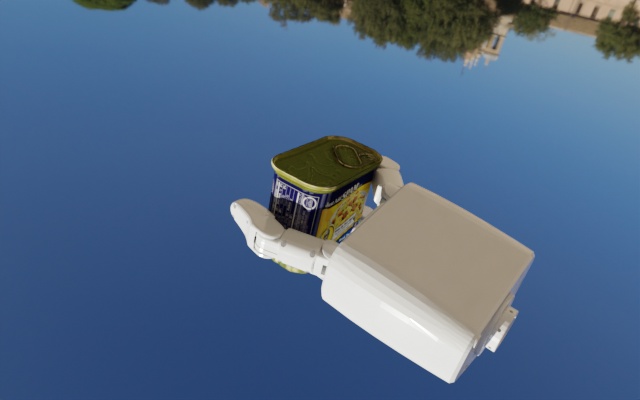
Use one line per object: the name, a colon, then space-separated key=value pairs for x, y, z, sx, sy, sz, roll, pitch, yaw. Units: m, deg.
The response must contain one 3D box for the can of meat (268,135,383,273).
can of meat: x=0.000 y=0.002 z=0.401 sx=0.057 sy=0.084 sz=0.102 roll=28 pitch=33 yaw=25
